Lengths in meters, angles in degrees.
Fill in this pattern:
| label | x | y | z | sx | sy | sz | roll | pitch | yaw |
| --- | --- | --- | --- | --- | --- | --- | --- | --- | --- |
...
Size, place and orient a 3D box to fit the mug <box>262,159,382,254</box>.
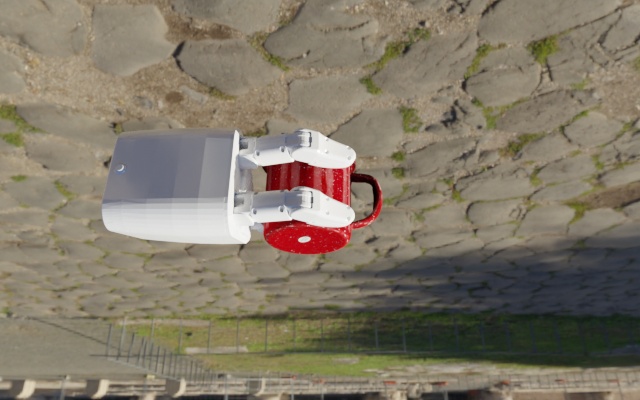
| label | x | y | z | sx | sy | sz | roll | pitch | yaw |
| --- | --- | --- | --- | --- | --- | --- | --- | --- | --- |
| mug | 0.002 | 0.002 | 0.455 | 0.117 | 0.081 | 0.093 | 0 | -25 | 2 |
